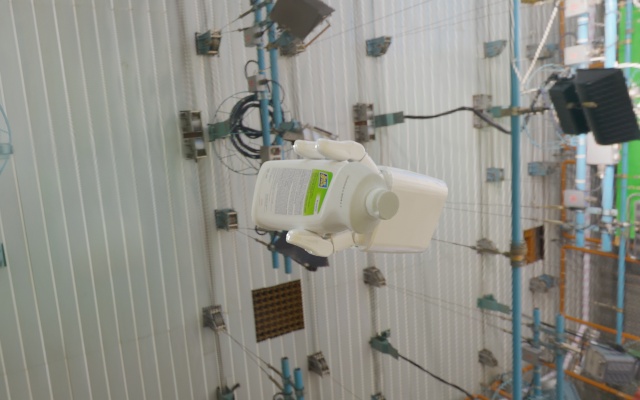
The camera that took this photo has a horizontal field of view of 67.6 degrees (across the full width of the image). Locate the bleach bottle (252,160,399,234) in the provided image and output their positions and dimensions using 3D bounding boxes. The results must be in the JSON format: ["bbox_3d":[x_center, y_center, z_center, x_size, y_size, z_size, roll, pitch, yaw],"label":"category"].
[{"bbox_3d":[0.000,0.002,0.581,0.068,0.102,0.251,9,1,-33],"label":"bleach bottle"}]
